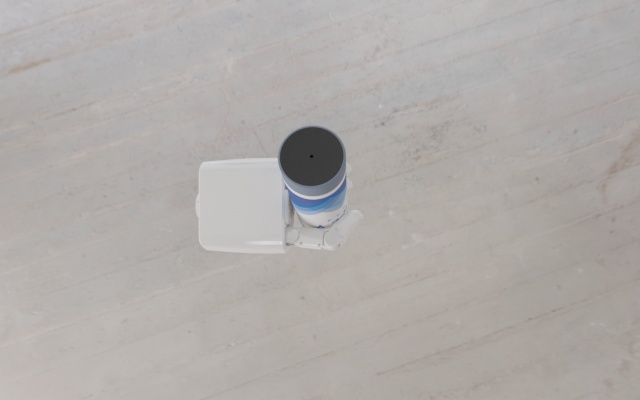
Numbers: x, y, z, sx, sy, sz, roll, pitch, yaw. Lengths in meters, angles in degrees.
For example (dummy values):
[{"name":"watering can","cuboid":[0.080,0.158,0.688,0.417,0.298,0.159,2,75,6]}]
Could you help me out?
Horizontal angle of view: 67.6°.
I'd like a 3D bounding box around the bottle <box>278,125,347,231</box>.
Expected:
[{"name":"bottle","cuboid":[0.000,0.002,0.600,0.069,0.069,0.296,0,-18,4]}]
